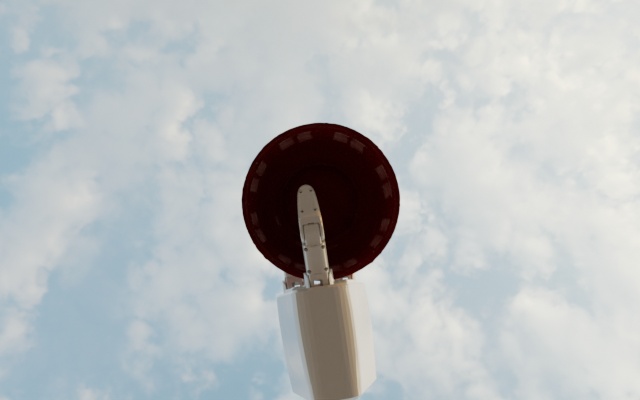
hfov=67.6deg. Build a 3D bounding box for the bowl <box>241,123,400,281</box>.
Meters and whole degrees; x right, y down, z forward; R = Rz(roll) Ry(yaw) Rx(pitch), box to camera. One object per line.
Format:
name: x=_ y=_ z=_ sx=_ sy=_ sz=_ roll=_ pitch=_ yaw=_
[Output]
bowl: x=0.000 y=0.000 z=0.510 sx=0.162 sy=0.162 sz=0.055 roll=0 pitch=-2 yaw=-1
